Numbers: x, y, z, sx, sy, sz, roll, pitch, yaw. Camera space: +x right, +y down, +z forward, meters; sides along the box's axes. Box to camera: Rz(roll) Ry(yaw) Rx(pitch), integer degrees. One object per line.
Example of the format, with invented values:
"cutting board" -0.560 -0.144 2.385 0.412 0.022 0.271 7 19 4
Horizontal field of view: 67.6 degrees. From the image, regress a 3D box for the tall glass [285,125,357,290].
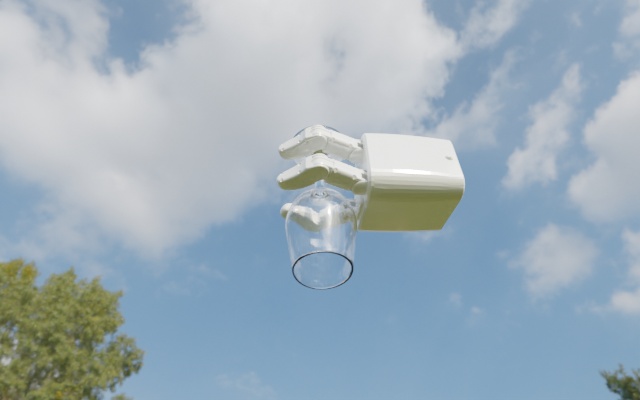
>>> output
"tall glass" 0.000 0.001 0.547 0.079 0.079 0.200 0 44 -1
